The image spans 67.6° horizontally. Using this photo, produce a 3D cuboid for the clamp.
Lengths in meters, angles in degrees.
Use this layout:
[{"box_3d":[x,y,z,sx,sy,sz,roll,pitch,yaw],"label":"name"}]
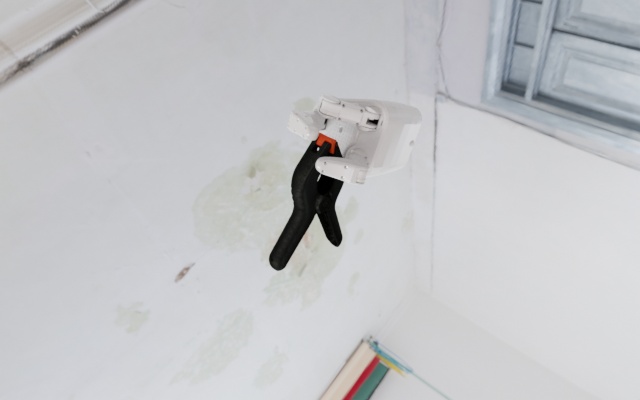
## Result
[{"box_3d":[0.000,0.002,0.590,0.039,0.171,0.120,30,23,30],"label":"clamp"}]
